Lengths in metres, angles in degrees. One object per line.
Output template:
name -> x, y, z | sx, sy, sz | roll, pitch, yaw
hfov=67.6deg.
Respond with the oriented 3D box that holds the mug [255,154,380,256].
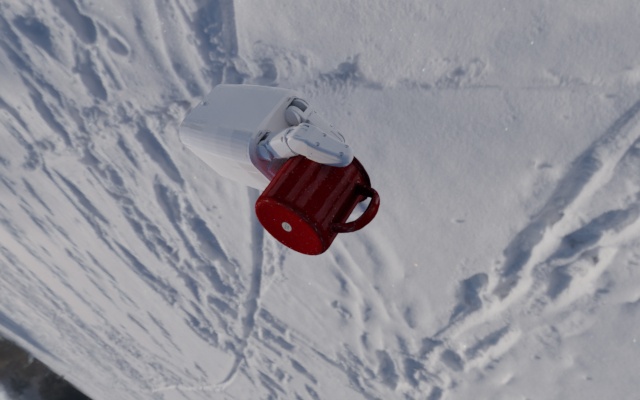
mug -> 0.001, 0.002, 0.457 | 0.117, 0.081, 0.093 | 15, -35, 31
